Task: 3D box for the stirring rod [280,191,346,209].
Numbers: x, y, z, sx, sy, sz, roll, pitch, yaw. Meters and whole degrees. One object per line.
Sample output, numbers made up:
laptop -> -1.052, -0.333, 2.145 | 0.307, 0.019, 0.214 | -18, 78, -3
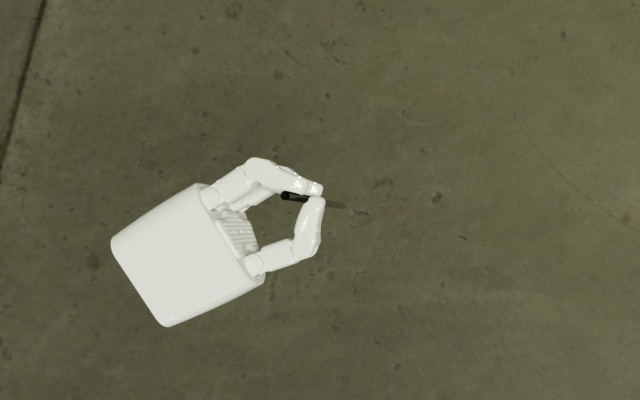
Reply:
stirring rod -> 0.000, 0.002, 0.506 | 0.011, 0.011, 0.239 | 0, -3, 14
